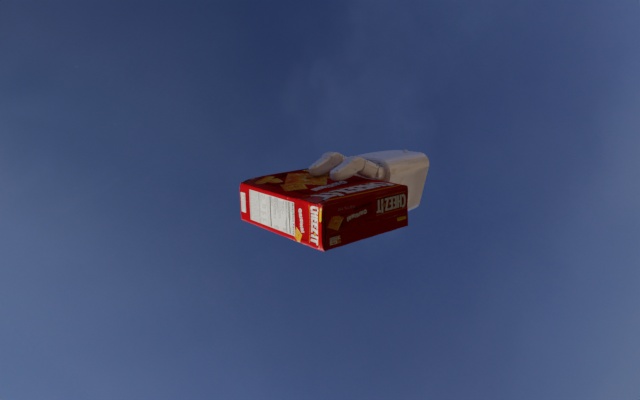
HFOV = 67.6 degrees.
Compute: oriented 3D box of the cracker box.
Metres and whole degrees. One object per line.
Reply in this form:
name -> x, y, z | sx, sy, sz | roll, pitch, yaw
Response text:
cracker box -> 0.000, 0.003, 0.728 | 0.164, 0.072, 0.213 | -13, 17, -37
